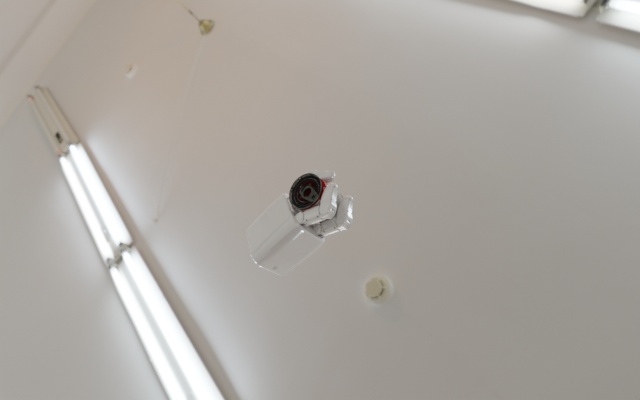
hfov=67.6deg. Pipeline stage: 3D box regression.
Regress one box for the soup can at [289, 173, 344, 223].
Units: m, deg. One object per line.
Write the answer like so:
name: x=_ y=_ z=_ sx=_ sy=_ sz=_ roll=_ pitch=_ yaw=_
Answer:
soup can: x=0.001 y=0.003 z=0.862 sx=0.068 sy=0.068 sz=0.102 roll=0 pitch=-23 yaw=36
